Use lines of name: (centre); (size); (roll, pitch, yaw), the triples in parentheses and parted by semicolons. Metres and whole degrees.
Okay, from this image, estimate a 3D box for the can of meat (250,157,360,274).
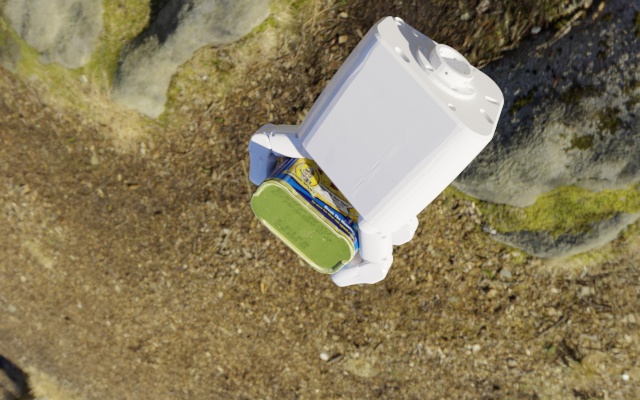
can of meat: (0.000, 0.002, 0.418); (0.057, 0.102, 0.084); (-47, 4, 42)
